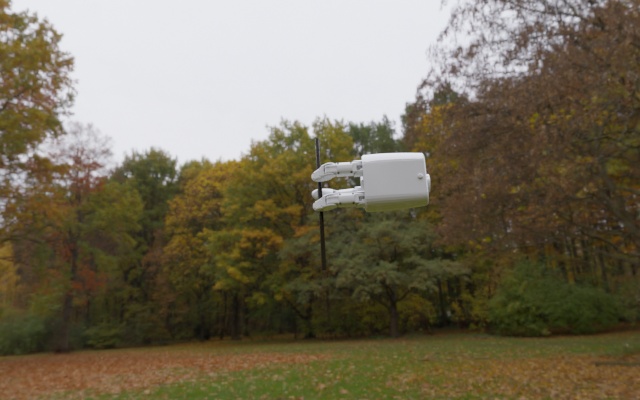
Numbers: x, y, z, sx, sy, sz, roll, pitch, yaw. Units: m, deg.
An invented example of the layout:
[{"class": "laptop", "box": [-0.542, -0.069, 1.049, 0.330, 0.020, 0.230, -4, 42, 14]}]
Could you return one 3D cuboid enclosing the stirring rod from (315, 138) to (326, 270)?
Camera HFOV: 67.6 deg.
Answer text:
[{"class": "stirring rod", "box": [0.000, 0.003, 0.852, 0.011, 0.239, 0.011, -3, -14, -1]}]
